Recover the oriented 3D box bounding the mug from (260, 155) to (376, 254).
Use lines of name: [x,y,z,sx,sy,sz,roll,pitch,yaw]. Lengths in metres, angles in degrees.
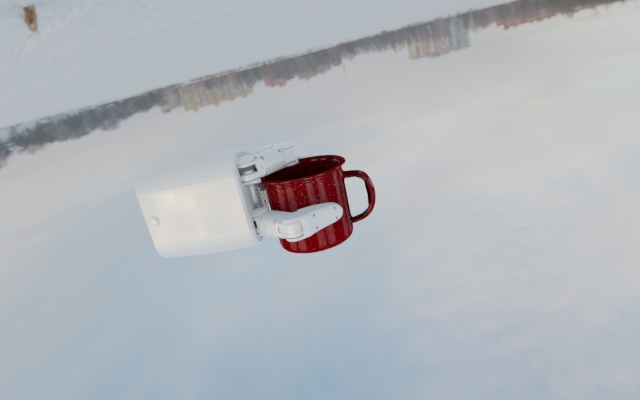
mug: [0.002,0.002,0.503,0.117,0.081,0.093,-10,17,9]
